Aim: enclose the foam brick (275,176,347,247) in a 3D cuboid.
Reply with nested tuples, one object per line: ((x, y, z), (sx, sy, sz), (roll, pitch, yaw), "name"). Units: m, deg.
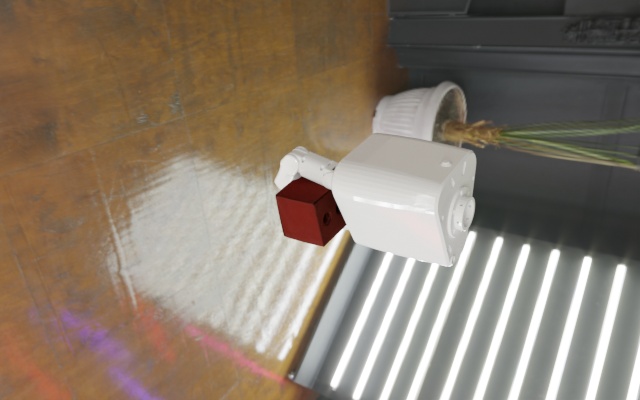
((0.000, 0.002, 0.494), (0.051, 0.053, 0.078), (14, 40, 34), "foam brick")
